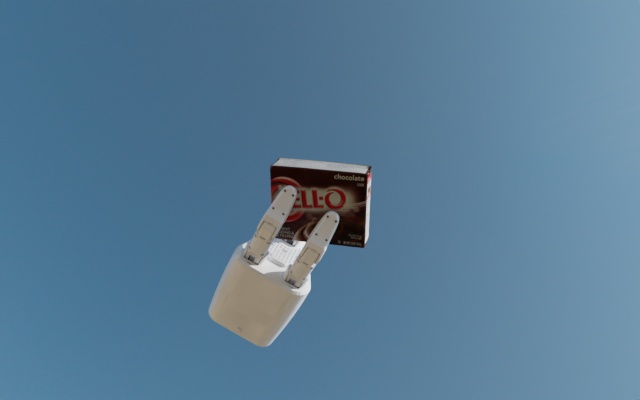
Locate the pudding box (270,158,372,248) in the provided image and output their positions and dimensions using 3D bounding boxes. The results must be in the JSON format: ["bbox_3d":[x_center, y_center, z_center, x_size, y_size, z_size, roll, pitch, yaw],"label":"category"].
[{"bbox_3d":[0.000,0.002,0.545,0.113,0.090,0.039,4,24,10],"label":"pudding box"}]
